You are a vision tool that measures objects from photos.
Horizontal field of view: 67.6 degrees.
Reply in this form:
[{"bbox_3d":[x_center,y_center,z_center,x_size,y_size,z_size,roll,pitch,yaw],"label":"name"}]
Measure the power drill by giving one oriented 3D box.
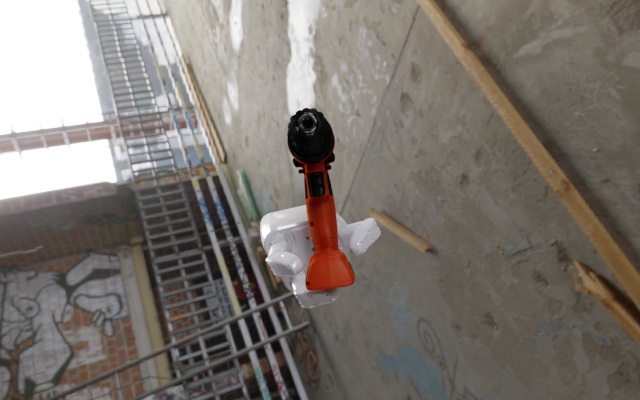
[{"bbox_3d":[0.000,0.002,0.534,0.057,0.187,0.184,-7,-5,3],"label":"power drill"}]
